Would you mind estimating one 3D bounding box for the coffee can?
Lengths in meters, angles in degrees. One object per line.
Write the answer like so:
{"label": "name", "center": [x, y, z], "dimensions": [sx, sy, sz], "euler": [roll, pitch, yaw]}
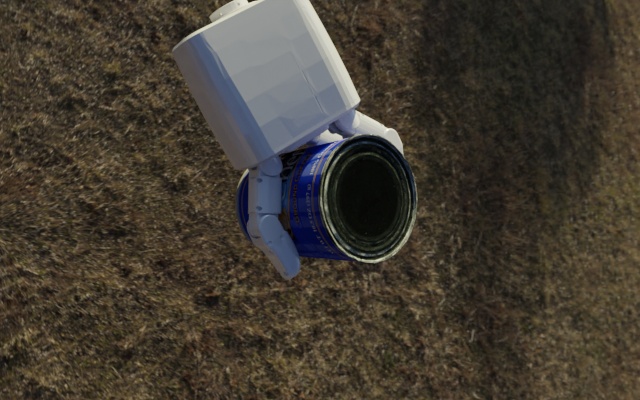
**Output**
{"label": "coffee can", "center": [0.000, 0.002, 0.429], "dimensions": [0.103, 0.103, 0.140], "euler": [0, -2, -36]}
